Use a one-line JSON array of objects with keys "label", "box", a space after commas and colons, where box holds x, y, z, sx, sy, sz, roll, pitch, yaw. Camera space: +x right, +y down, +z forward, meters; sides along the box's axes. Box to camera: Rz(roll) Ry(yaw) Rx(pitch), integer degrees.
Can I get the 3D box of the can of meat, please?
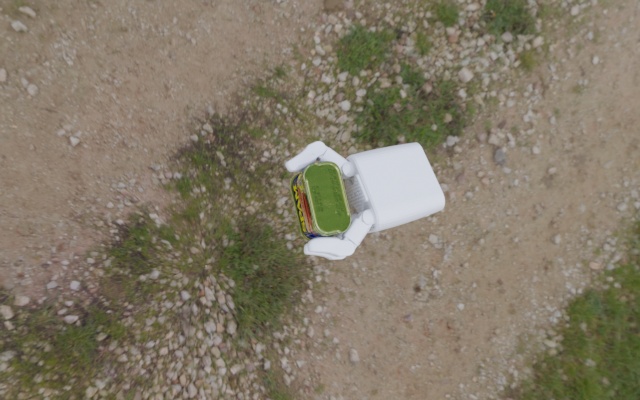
[{"label": "can of meat", "box": [0.000, 0.002, 0.651, 0.057, 0.102, 0.084, -12, -5, -15]}]
